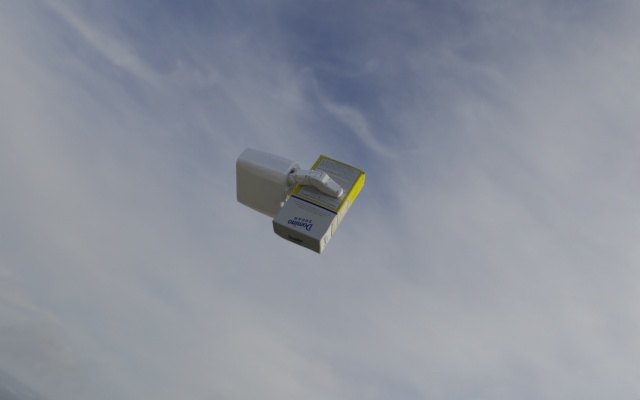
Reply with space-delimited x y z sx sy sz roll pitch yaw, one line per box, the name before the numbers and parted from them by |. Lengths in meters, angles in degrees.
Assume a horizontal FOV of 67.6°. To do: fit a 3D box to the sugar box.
sugar box | 0.000 0.003 0.835 0.093 0.176 0.048 22 -34 18
